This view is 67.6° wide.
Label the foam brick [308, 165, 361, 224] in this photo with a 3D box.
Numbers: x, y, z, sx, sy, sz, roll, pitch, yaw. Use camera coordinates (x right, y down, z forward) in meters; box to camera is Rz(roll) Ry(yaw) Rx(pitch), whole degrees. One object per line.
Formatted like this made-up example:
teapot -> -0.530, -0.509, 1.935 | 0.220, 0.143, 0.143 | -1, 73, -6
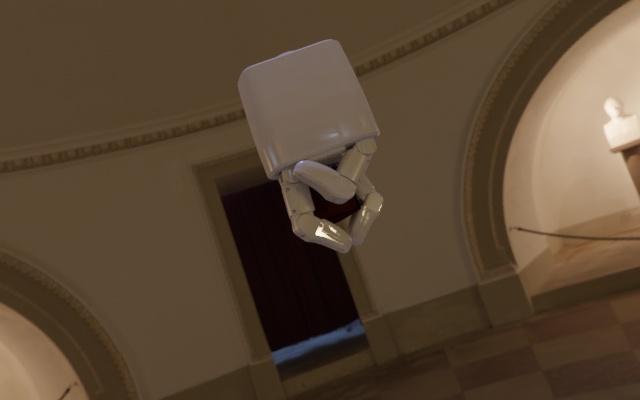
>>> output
foam brick -> 0.000, 0.002, 0.516 | 0.053, 0.051, 0.078 | -20, -7, -21
